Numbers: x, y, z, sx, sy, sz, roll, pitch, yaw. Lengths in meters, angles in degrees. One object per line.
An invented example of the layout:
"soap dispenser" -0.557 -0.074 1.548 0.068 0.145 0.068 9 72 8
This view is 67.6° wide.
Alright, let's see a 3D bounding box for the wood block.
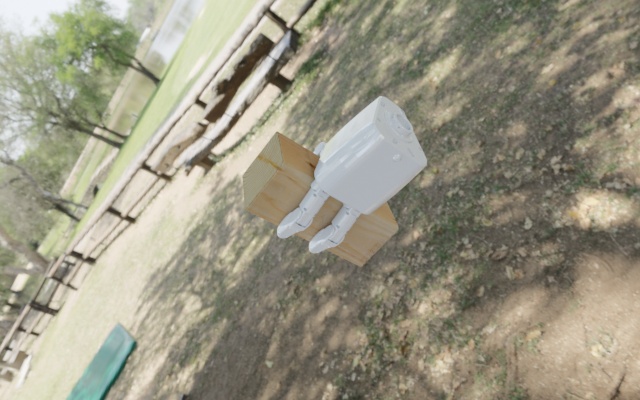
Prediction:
"wood block" 0.000 0.002 0.688 0.206 0.090 0.090 29 25 -28
